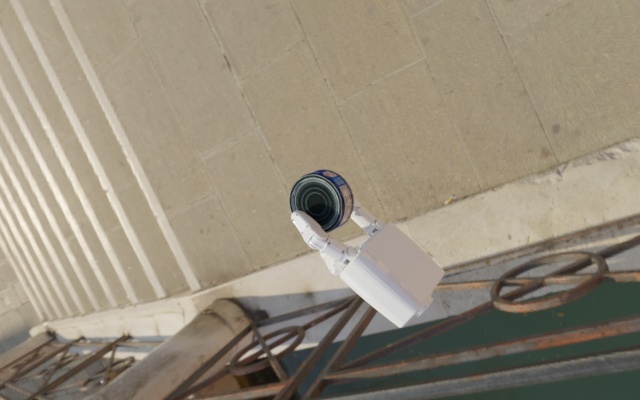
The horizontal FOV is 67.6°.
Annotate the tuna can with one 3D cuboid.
[{"bbox_3d":[0.000,0.002,0.653,0.086,0.086,0.033,0,12,29],"label":"tuna can"}]
